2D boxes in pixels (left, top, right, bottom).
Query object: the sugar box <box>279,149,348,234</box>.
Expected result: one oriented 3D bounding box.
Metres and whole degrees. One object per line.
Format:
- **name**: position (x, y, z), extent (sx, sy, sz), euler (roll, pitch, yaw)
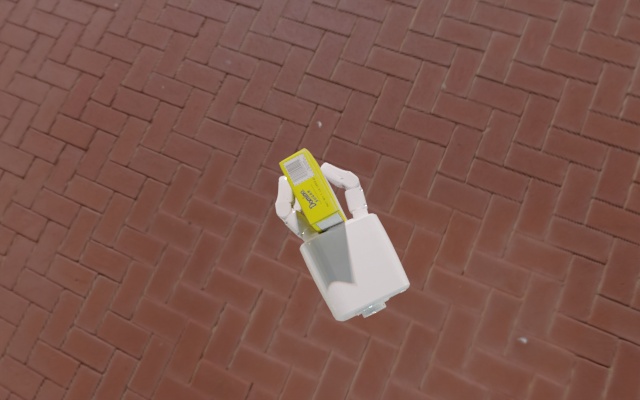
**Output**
- **sugar box**: position (0.000, 0.003, 0.659), extent (0.048, 0.093, 0.176), euler (-27, -17, 1)
